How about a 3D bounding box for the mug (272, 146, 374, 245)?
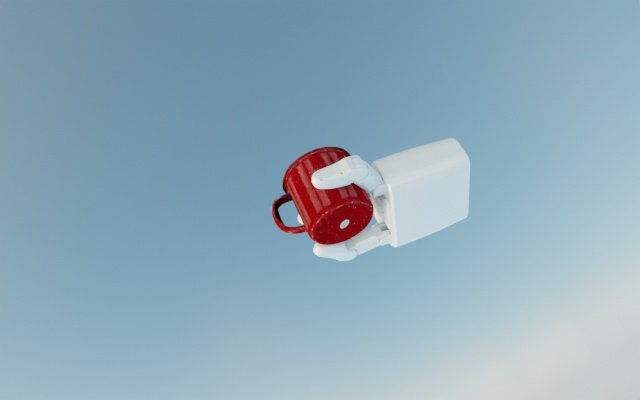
[{"bbox_3d":[-0.001,0.002,0.560,0.117,0.081,0.093,-21,-35,-7],"label":"mug"}]
